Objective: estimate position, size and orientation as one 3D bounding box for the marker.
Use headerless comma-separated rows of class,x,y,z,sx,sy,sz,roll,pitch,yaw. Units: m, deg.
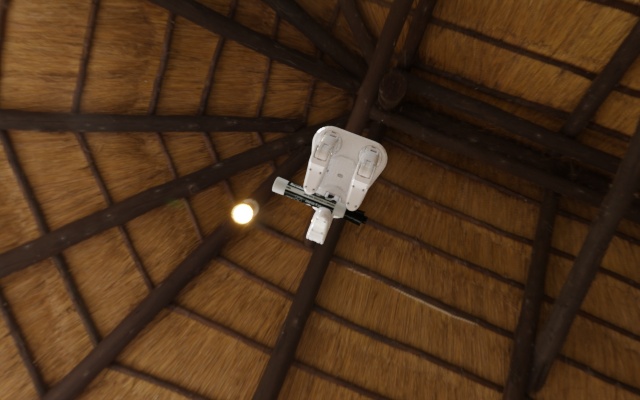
marker,0.000,0.002,0.583,0.121,0.020,0.020,22,1,3
